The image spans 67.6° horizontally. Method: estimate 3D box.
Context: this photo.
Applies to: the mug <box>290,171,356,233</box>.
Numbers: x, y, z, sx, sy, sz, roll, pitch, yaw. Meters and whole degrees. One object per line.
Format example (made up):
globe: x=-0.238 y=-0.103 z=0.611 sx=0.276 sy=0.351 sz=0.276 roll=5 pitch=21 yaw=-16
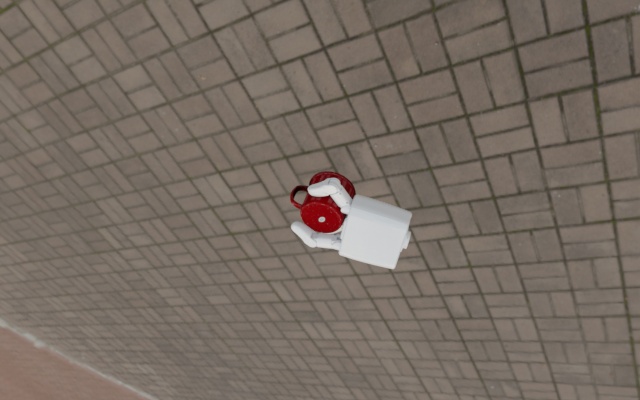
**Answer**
mug: x=-0.001 y=0.003 z=0.888 sx=0.117 sy=0.093 sz=0.081 roll=17 pitch=46 yaw=6
